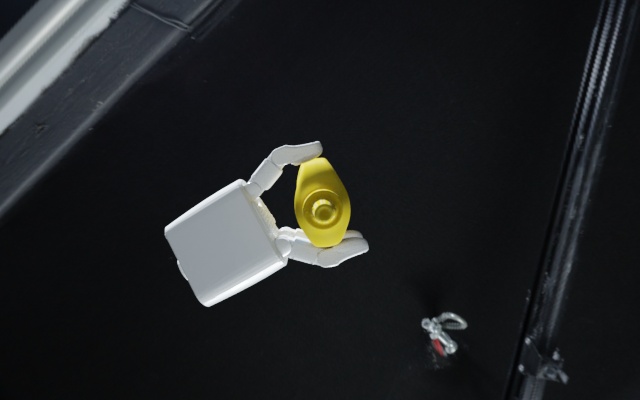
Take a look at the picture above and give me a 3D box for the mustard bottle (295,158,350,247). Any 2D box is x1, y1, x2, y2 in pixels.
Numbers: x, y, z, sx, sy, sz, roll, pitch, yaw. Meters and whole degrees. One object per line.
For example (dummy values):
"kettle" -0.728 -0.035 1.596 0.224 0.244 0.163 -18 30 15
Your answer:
"mustard bottle" 0.000 0.002 0.546 0.058 0.096 0.191 -7 6 0
